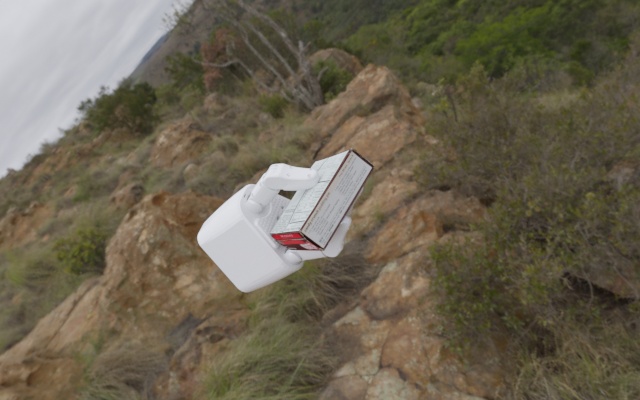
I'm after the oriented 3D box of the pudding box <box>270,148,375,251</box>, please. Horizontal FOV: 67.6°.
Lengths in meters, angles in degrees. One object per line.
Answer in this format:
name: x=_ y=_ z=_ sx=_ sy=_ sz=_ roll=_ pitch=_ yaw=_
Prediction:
pudding box: x=0.000 y=0.002 z=0.528 sx=0.039 sy=0.113 sz=0.090 roll=37 pitch=-19 yaw=-19
